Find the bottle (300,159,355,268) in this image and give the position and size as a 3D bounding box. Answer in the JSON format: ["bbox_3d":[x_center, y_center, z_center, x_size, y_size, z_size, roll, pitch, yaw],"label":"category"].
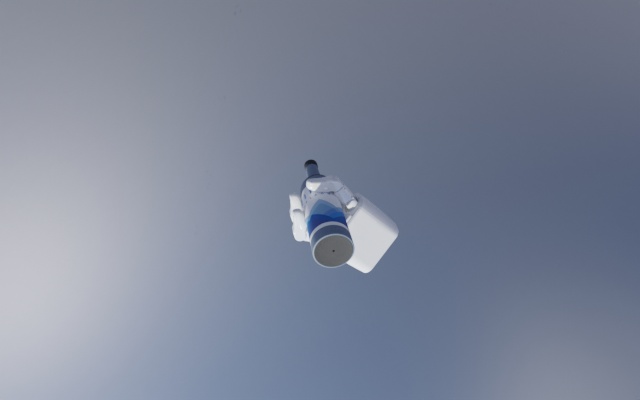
[{"bbox_3d":[0.000,0.003,0.862,0.069,0.069,0.295,0,31,-9],"label":"bottle"}]
